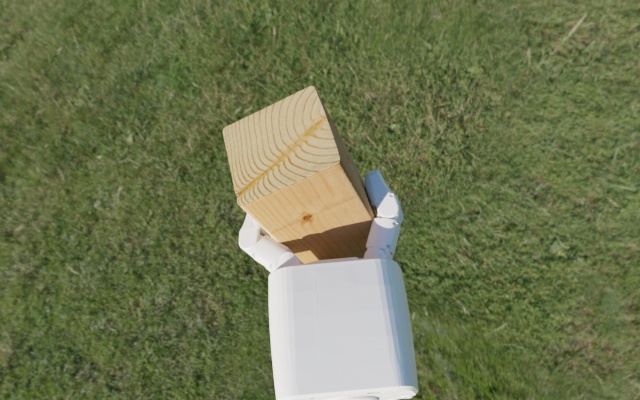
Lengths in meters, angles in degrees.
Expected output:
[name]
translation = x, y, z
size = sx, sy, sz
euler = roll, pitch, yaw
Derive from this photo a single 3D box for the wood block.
[wood block]
translation = 0.000, 0.002, 0.470
size = 0.091, 0.090, 0.206
euler = -23, -34, 8
